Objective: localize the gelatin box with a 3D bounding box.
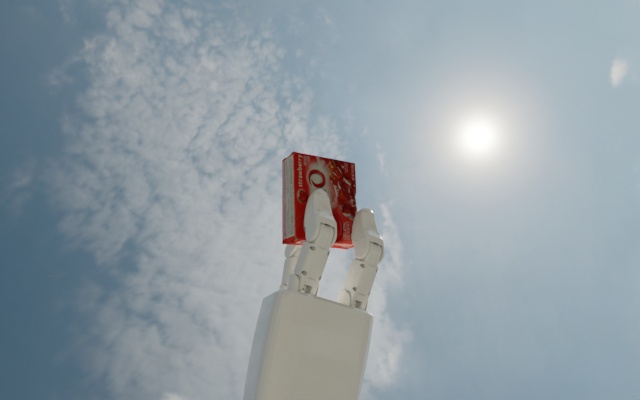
[{"bbox_3d":[0.000,0.001,0.476,0.073,0.089,0.030,8,-18,-30],"label":"gelatin box"}]
